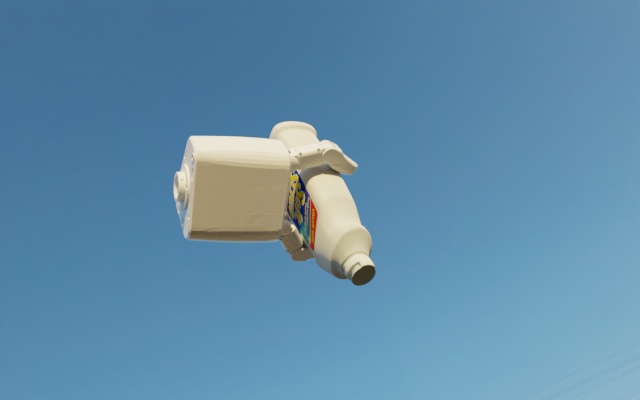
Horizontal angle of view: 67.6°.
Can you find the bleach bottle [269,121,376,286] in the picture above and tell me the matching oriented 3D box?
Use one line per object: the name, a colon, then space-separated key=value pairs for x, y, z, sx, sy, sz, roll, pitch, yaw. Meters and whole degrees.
bleach bottle: x=0.000 y=0.002 z=0.582 sx=0.068 sy=0.103 sz=0.250 roll=-1 pitch=33 yaw=-26
